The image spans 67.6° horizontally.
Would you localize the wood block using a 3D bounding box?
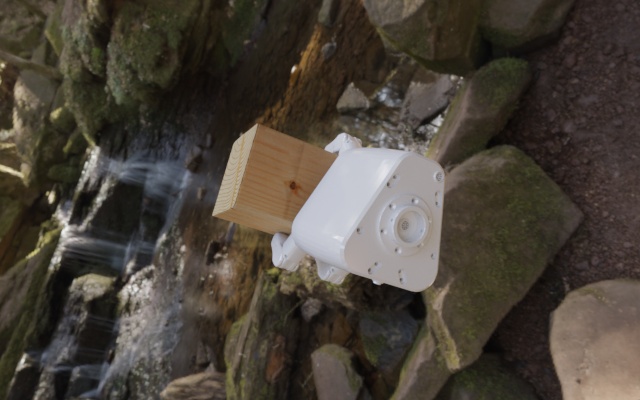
[{"bbox_3d":[0.000,0.001,0.532,0.206,0.090,0.090,20,-15,-23],"label":"wood block"}]
